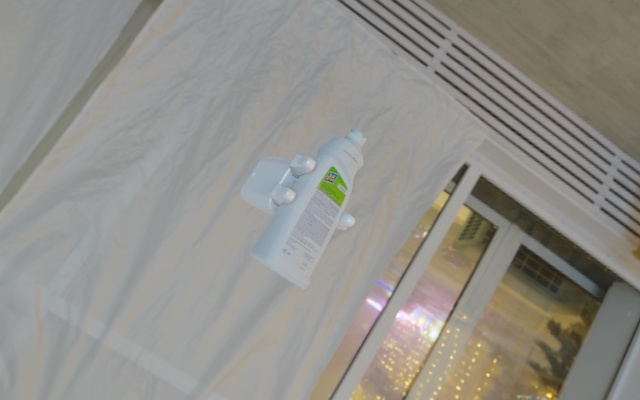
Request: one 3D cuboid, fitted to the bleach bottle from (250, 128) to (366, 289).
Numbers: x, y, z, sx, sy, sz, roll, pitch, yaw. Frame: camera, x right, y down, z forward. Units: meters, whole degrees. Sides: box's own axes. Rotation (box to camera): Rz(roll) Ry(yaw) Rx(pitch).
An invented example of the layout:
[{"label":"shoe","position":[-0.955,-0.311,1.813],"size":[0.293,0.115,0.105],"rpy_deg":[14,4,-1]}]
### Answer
[{"label":"bleach bottle","position":[0.000,0.002,0.735],"size":[0.068,0.250,0.103],"rpy_deg":[17,-19,50]}]
